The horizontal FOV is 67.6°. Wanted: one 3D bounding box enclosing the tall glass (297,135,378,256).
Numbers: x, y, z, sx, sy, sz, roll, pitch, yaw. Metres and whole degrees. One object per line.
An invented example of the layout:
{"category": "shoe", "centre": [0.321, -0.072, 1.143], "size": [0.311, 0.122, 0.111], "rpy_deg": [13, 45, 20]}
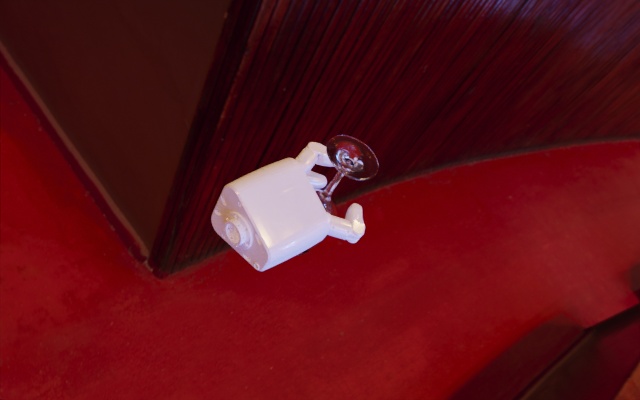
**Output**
{"category": "tall glass", "centre": [0.001, 0.002, 0.676], "size": [0.079, 0.079, 0.201], "rpy_deg": [0, -35, -30]}
